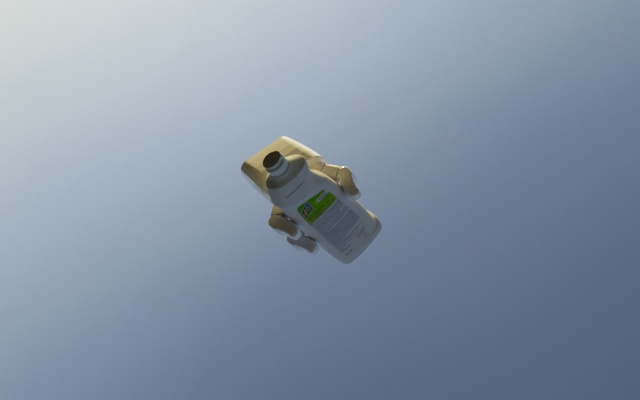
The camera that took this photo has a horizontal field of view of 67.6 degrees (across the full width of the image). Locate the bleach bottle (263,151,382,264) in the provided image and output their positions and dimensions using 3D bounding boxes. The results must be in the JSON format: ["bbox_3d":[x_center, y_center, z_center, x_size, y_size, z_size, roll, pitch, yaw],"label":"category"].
[{"bbox_3d":[0.000,0.002,0.724,0.068,0.102,0.251,36,-7,44],"label":"bleach bottle"}]
